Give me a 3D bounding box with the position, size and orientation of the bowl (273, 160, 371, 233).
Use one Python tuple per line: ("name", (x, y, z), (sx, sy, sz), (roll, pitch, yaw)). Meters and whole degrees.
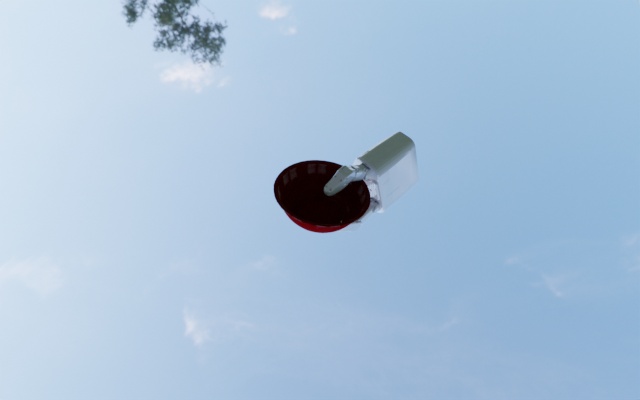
("bowl", (-0.001, 0.003, 0.803), (0.162, 0.055, 0.162), (6, 43, -5))
